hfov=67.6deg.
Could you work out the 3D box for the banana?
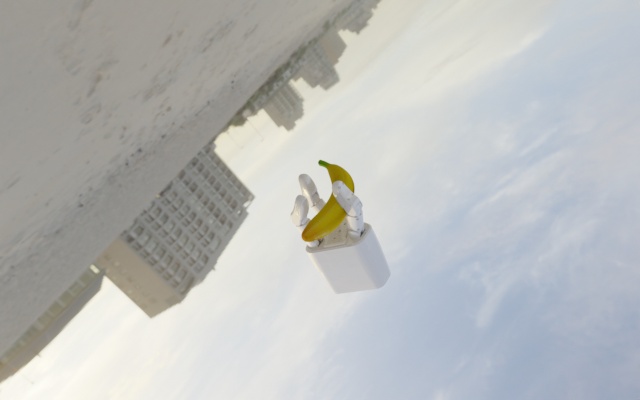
[{"bbox_3d":[0.019,-0.001,0.767,0.069,0.037,0.197,-3,38,12],"label":"banana"}]
